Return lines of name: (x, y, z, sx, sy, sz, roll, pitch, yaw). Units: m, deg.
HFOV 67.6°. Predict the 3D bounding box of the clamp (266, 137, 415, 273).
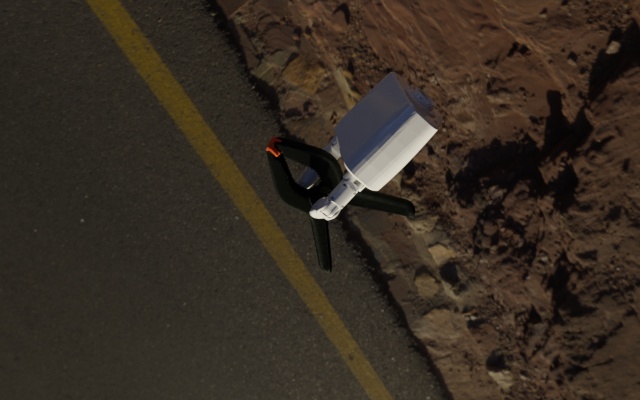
clamp: (0.000, 0.002, 0.648, 0.210, 0.164, 0.036, 38, 24, -15)
